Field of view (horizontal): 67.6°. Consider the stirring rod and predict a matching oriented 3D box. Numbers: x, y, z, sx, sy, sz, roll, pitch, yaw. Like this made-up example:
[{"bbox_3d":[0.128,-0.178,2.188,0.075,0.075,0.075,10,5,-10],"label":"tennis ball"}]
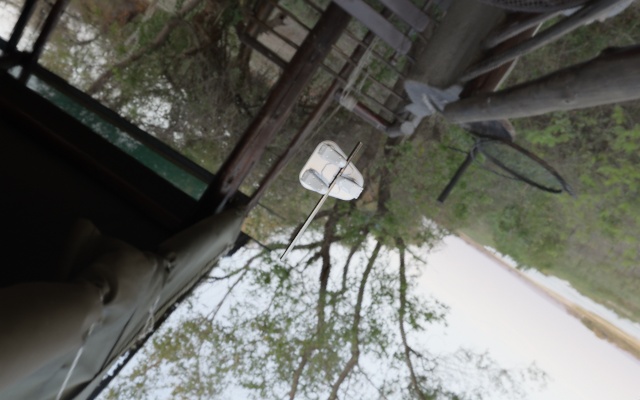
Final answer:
[{"bbox_3d":[0.000,0.003,0.808,0.011,0.239,0.011,34,6,-4],"label":"stirring rod"}]
